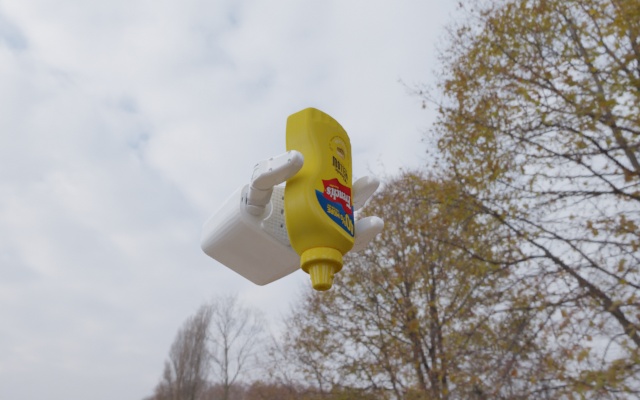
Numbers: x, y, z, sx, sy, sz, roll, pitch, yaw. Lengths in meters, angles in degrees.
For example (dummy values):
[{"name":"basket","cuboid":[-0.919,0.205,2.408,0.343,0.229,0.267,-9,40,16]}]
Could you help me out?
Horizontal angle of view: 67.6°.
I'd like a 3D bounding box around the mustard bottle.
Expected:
[{"name":"mustard bottle","cuboid":[0.000,0.001,0.498,0.058,0.191,0.096,-17,-36,25]}]
